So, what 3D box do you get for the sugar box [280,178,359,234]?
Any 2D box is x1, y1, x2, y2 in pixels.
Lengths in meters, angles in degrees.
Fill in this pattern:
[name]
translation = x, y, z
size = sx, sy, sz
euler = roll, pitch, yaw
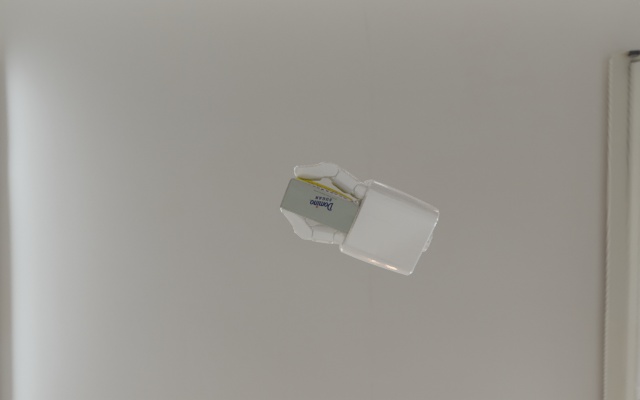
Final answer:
[sugar box]
translation = 0.000, 0.002, 0.664
size = 0.093, 0.048, 0.176
euler = 22, 1, -1
